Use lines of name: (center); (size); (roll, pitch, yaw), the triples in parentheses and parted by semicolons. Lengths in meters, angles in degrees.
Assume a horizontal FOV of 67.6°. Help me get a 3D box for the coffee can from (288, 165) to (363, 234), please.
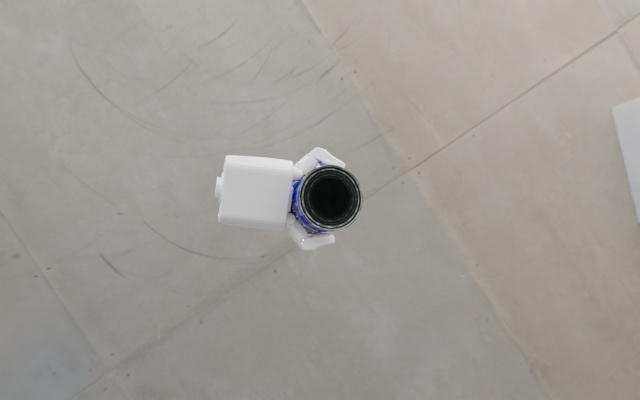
coffee can: (0.000, 0.003, 0.793); (0.103, 0.103, 0.140); (0, -6, -14)
